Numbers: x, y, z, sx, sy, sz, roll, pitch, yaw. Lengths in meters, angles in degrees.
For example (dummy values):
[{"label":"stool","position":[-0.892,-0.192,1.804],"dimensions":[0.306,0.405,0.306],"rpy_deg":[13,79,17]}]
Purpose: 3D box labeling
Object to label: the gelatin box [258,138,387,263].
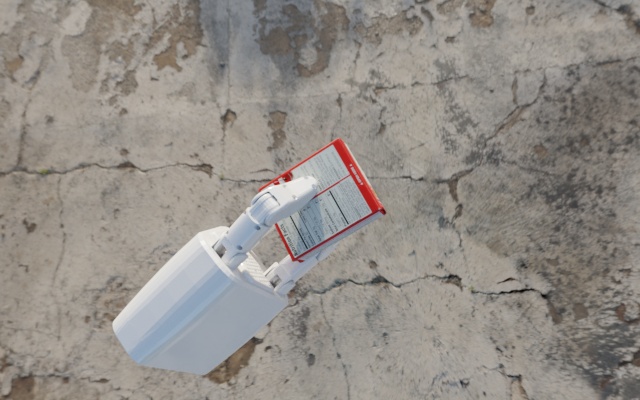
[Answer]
[{"label":"gelatin box","position":[0.000,0.001,0.413],"dimensions":[0.089,0.073,0.030],"rpy_deg":[-32,-17,10]}]
